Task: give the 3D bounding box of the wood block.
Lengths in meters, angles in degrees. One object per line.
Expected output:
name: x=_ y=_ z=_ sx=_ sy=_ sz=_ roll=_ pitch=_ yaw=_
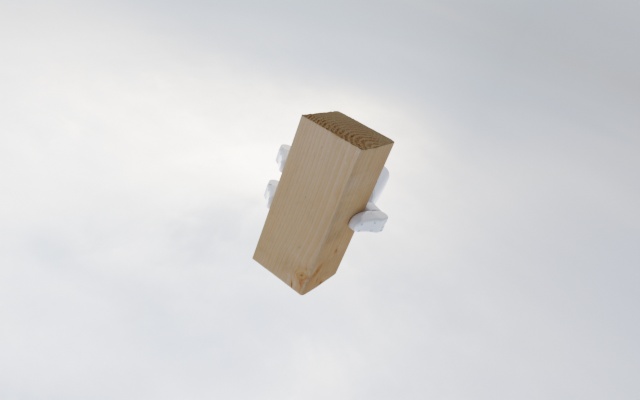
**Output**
wood block: x=0.001 y=0.002 z=0.603 sx=0.091 sy=0.206 sz=0.090 roll=32 pitch=27 yaw=22
